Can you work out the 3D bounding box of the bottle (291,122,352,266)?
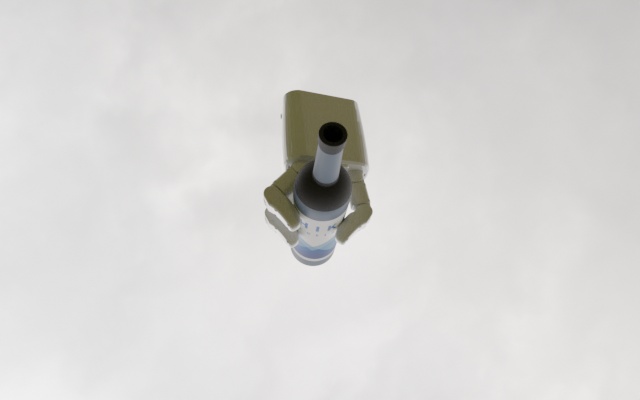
[{"bbox_3d":[0.000,0.002,0.573,0.069,0.069,0.296,0,-26,-5],"label":"bottle"}]
